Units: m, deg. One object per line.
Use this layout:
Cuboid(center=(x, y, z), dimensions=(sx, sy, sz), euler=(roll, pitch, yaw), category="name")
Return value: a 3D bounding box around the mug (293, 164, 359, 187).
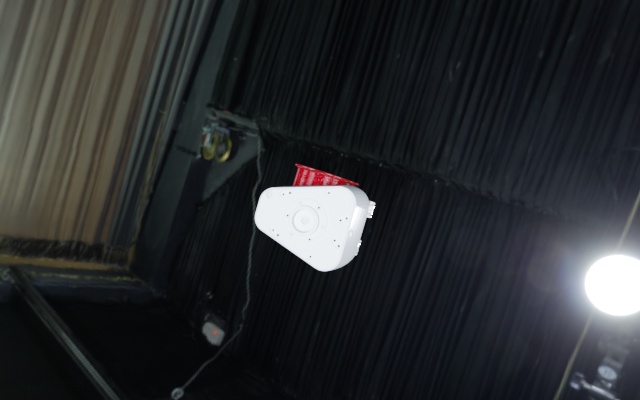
Cuboid(center=(0.000, 0.002, 0.676), dimensions=(0.093, 0.081, 0.117), euler=(18, 2, 13), category="mug")
